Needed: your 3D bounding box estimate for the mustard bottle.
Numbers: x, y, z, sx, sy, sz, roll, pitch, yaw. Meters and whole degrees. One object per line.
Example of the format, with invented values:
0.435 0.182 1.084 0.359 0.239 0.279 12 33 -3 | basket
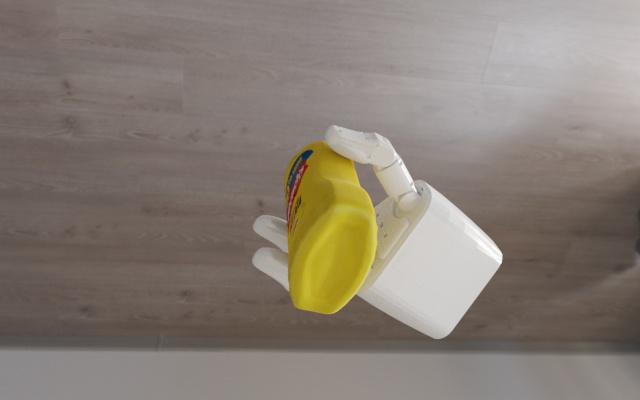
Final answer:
0.000 0.001 0.416 0.058 0.096 0.191 12 26 -12 | mustard bottle
